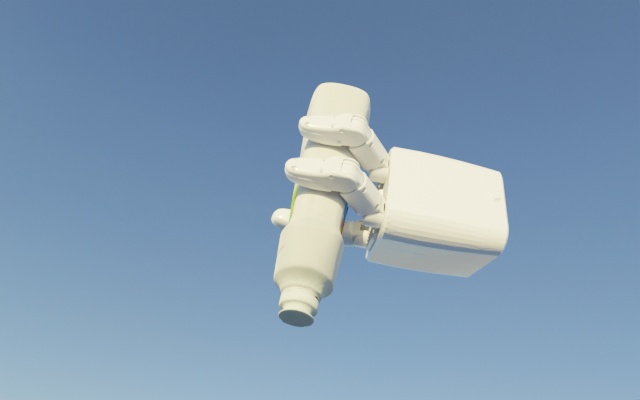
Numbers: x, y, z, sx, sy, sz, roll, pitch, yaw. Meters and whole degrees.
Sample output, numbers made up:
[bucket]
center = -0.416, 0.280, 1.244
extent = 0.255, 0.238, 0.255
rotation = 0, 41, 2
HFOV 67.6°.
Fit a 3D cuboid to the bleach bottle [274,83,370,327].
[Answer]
[bleach bottle]
center = 0.000, 0.001, 0.451
extent = 0.068, 0.250, 0.103
rotation = 11, -40, 1
